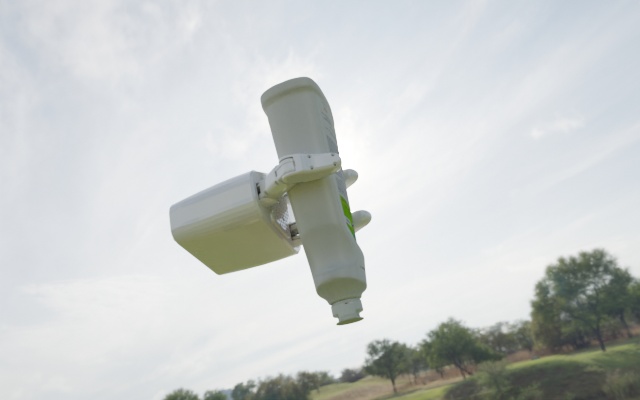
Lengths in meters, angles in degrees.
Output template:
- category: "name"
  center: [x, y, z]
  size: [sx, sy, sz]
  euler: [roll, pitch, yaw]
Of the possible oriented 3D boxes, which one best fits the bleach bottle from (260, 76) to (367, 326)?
- category: "bleach bottle"
  center: [0.000, 0.002, 0.500]
  size: [0.068, 0.250, 0.103]
  euler: [-19, -23, 13]
